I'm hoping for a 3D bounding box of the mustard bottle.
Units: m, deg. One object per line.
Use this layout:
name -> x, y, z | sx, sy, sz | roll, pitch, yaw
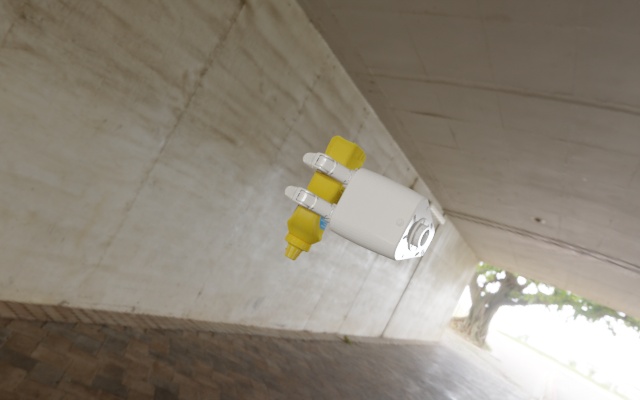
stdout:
mustard bottle -> 0.000, 0.002, 0.717 | 0.058, 0.191, 0.096 | 28, -3, 9
